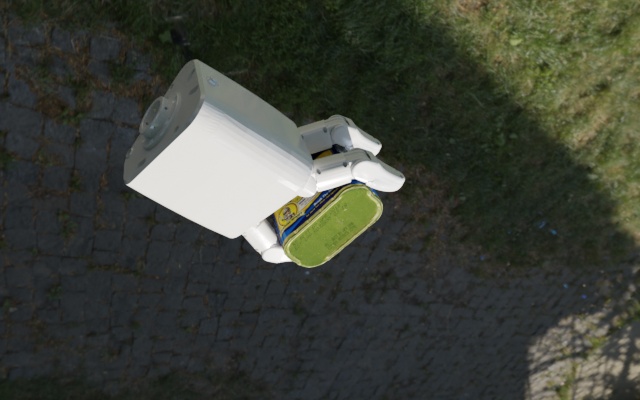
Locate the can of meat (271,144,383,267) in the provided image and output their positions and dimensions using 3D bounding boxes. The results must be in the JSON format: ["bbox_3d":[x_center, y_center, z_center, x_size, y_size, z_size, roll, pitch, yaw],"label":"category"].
[{"bbox_3d":[0.000,0.002,0.450,0.057,0.102,0.084,37,18,-37],"label":"can of meat"}]
